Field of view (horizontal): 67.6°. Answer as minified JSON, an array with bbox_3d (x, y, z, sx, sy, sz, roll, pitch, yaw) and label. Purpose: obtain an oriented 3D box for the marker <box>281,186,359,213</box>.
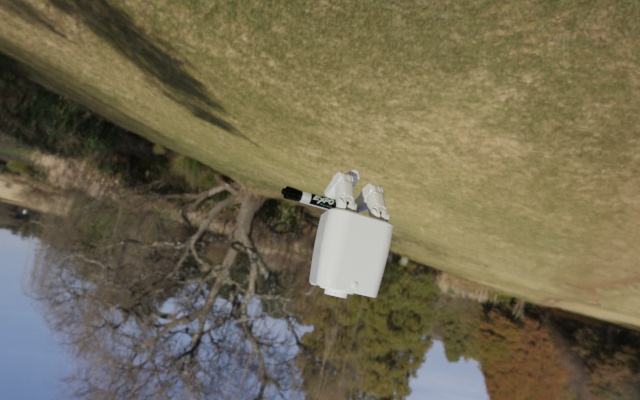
[{"bbox_3d":[0.000,0.002,0.695,0.121,0.020,0.020,16,-6,-22],"label":"marker"}]
